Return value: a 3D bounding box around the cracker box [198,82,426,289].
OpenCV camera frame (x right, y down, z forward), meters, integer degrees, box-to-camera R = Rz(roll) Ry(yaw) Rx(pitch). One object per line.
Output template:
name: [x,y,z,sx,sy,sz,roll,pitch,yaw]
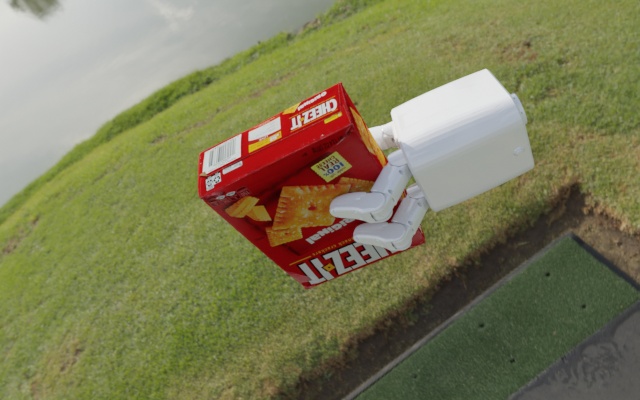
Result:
cracker box: [0.000,0.001,0.512,0.164,0.072,0.214,-24,-43,16]
